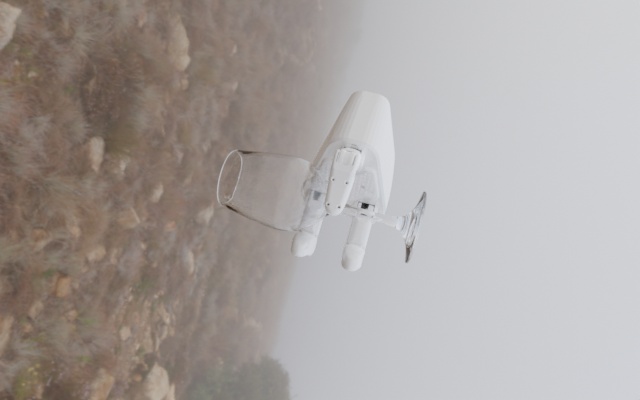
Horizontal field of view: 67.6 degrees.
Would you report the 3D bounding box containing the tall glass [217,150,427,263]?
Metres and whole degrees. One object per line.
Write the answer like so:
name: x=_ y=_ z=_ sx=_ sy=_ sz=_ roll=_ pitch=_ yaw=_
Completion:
tall glass: x=0.001 y=0.002 z=0.487 sx=0.201 sy=0.079 sz=0.079 roll=15 pitch=1 yaw=6
